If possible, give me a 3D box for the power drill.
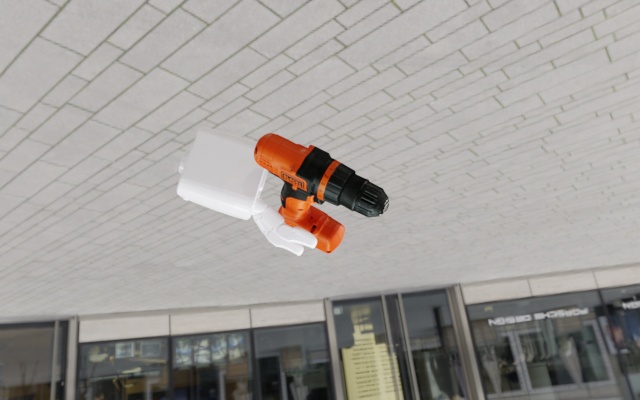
[{"bbox_3d":[0.000,0.002,0.652,0.184,0.057,0.188,29,-28,15],"label":"power drill"}]
